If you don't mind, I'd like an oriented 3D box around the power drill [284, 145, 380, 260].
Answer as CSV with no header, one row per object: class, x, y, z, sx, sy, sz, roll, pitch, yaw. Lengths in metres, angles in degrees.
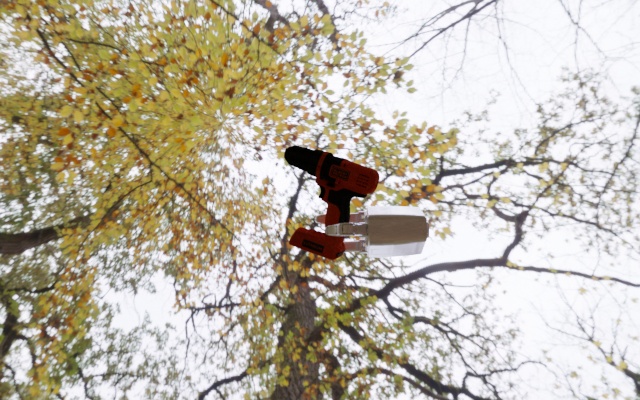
power drill,0.000,0.003,0.889,0.184,0.188,0.057,20,16,15
